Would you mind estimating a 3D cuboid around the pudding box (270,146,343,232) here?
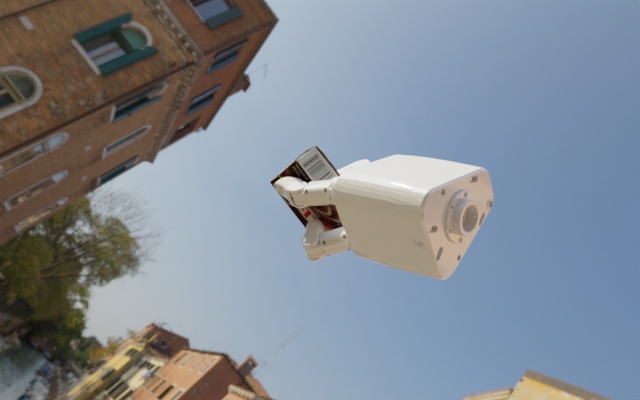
[{"bbox_3d":[0.000,0.002,0.555,0.039,0.113,0.090,-37,3,-29],"label":"pudding box"}]
